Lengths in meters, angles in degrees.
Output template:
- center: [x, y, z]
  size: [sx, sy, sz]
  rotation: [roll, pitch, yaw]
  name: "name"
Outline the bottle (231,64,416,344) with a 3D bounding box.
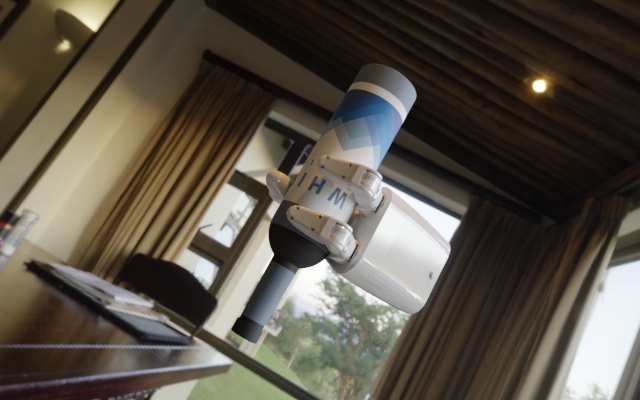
- center: [0.000, 0.001, 0.474]
  size: [0.069, 0.295, 0.069]
  rotation: [28, -13, 7]
  name: "bottle"
